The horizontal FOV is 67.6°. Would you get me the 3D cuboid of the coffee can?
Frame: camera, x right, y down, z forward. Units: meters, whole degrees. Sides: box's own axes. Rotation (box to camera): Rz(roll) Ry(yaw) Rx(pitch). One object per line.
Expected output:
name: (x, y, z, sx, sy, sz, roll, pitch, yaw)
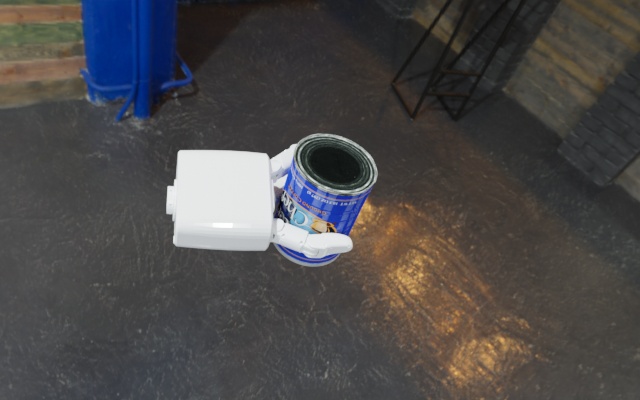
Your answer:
coffee can: (0.000, 0.002, 0.604, 0.103, 0.102, 0.140, 0, -42, -21)
